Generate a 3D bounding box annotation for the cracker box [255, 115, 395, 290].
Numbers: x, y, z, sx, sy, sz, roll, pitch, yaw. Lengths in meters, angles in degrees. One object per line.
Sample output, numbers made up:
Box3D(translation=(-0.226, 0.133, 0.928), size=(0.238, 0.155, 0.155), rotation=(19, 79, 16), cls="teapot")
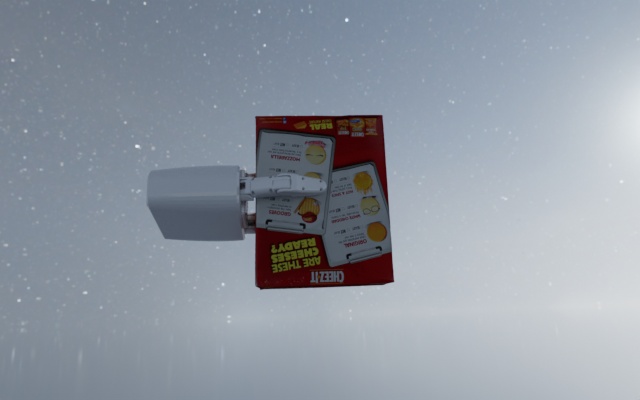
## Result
Box3D(translation=(0.000, 0.002, 0.605), size=(0.164, 0.213, 0.072), rotation=(-1, -13, -3), cls="cracker box")
